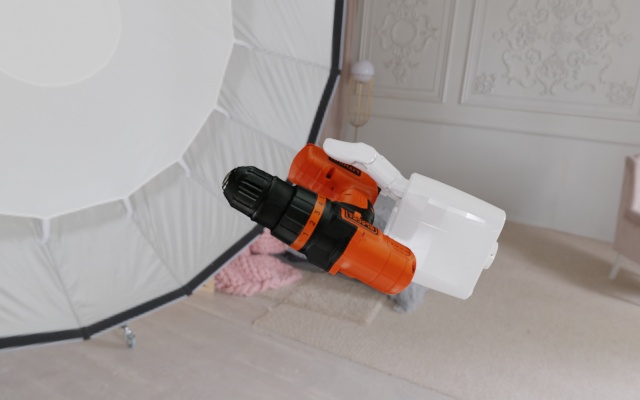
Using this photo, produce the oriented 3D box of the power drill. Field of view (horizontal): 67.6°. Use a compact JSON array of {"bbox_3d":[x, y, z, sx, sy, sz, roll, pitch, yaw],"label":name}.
[{"bbox_3d":[0.000,0.001,0.476,0.184,0.057,0.187,31,20,-11],"label":"power drill"}]
